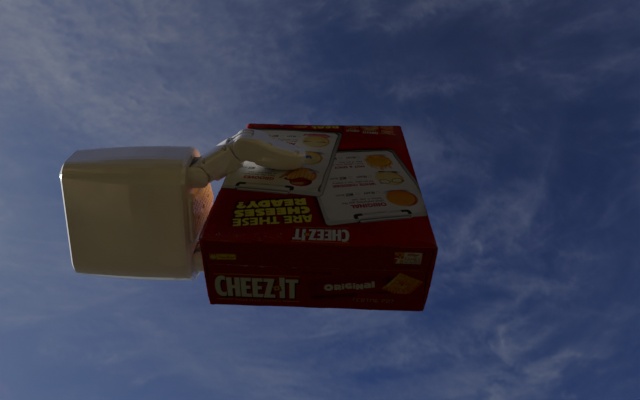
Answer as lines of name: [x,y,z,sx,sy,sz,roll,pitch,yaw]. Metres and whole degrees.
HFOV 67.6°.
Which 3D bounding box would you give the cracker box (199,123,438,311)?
cracker box: [0.000,0.001,0.427,0.164,0.072,0.213,1,31,1]
